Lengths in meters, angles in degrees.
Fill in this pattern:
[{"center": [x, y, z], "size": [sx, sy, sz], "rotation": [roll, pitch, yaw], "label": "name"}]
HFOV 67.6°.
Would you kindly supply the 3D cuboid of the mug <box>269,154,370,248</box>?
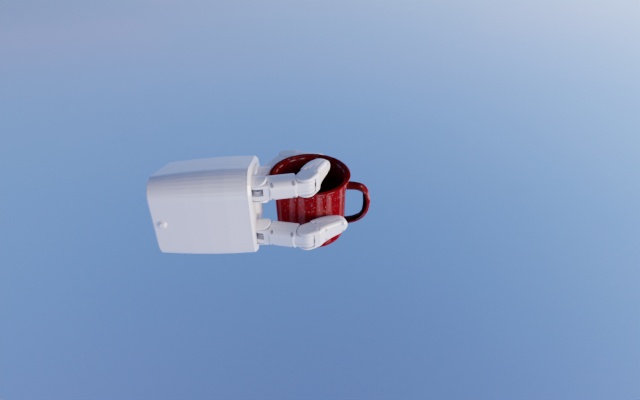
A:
[{"center": [0.002, 0.002, 0.568], "size": [0.117, 0.082, 0.093], "rotation": [0, 35, 0], "label": "mug"}]
